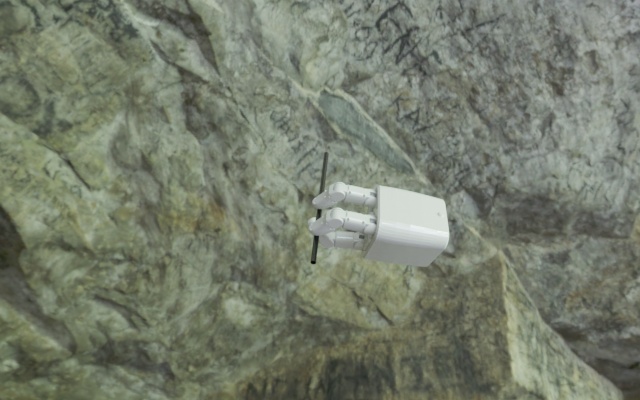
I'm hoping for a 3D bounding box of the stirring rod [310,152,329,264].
[{"bbox_3d":[0.000,0.003,0.752,0.011,0.011,0.239,3,45,3],"label":"stirring rod"}]
